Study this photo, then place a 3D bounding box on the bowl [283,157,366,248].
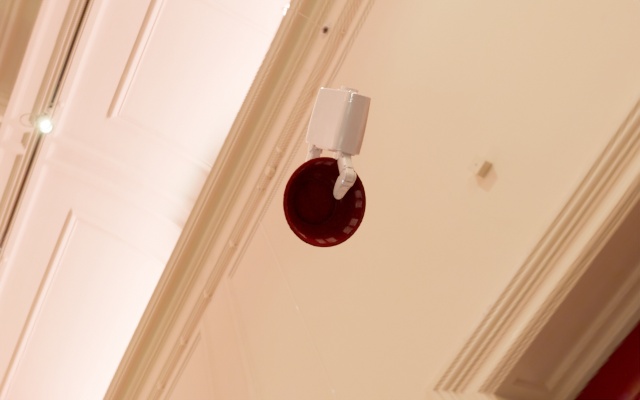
[{"bbox_3d":[-0.001,0.004,0.868,0.162,0.162,0.055,0,1,-24],"label":"bowl"}]
